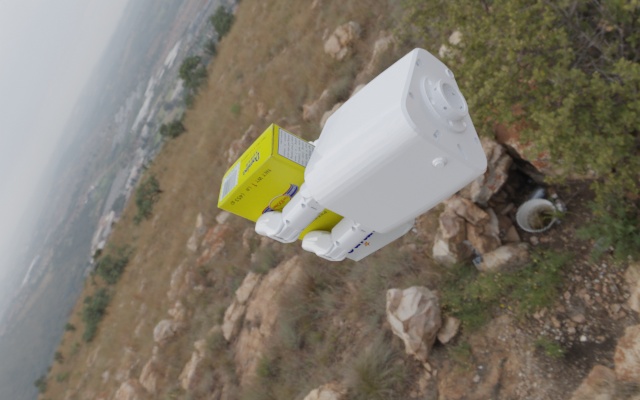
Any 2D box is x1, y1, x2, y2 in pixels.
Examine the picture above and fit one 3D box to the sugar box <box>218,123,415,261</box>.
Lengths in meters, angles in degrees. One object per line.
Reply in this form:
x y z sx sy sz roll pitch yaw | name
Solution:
0.000 0.002 0.469 0.176 0.048 0.093 26 -44 -29 | sugar box
